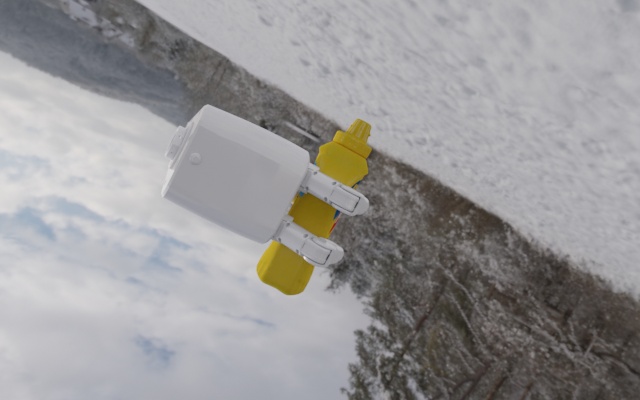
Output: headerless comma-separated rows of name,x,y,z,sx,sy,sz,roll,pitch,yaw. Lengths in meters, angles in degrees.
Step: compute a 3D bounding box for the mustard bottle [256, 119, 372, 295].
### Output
mustard bottle,0.000,0.002,0.506,0.058,0.191,0.096,28,4,3
